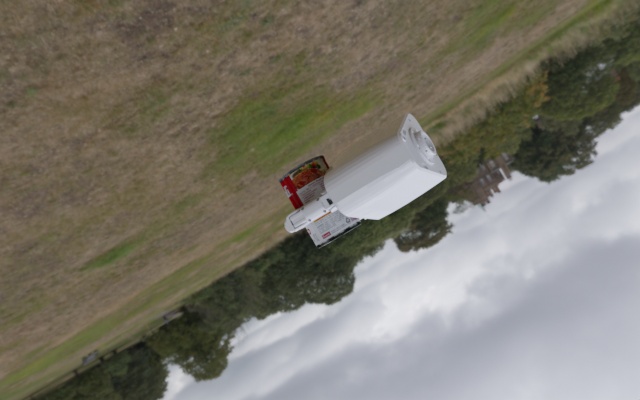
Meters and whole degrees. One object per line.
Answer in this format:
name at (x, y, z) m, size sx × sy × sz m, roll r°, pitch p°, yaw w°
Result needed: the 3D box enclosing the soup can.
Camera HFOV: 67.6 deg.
soup can at (0.000, 0.003, 0.620) m, size 0.068 × 0.102 × 0.068 m, roll -30°, pitch -4°, yaw -2°
